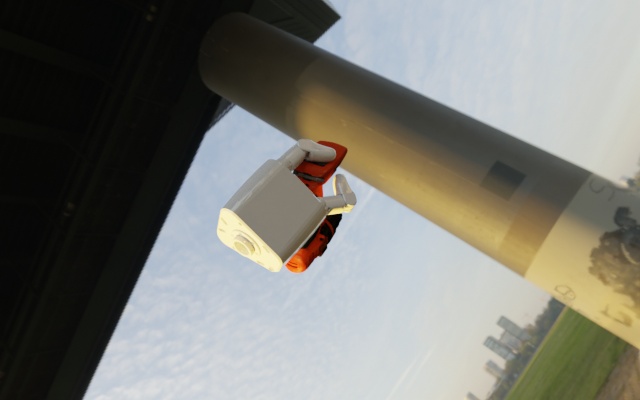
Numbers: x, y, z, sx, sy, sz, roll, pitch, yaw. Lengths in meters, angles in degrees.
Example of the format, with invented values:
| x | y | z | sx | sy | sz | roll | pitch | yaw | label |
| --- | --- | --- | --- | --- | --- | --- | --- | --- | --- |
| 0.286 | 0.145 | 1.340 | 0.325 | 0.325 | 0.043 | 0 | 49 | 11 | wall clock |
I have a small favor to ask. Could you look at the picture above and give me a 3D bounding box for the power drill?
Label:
| x | y | z | sx | sy | sz | roll | pitch | yaw | label |
| --- | --- | --- | --- | --- | --- | --- | --- | --- | --- |
| 0.000 | 0.002 | 0.778 | 0.057 | 0.188 | 0.184 | 15 | 33 | 16 | power drill |
